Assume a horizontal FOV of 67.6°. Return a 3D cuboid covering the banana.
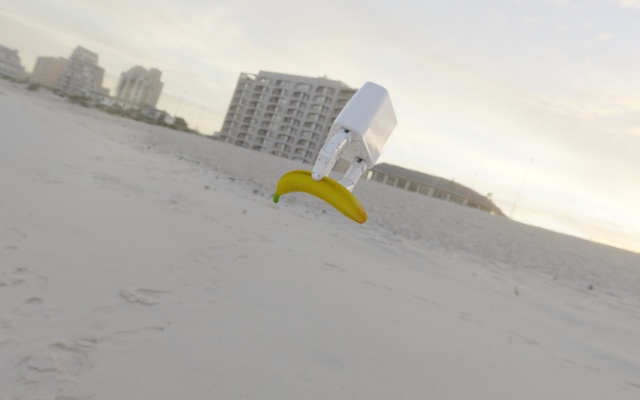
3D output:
[{"bbox_3d":[-0.006,-0.014,0.790,0.198,0.070,0.037,14,38,38],"label":"banana"}]
